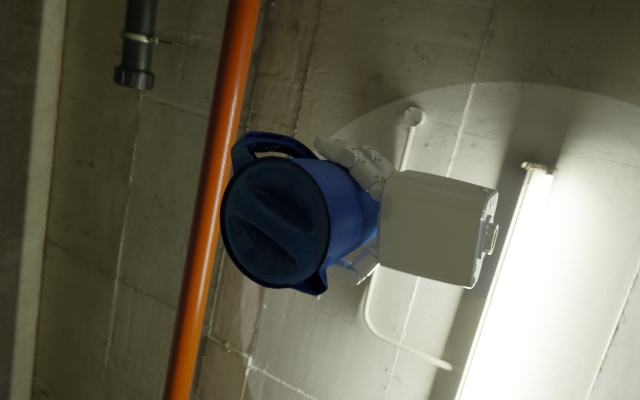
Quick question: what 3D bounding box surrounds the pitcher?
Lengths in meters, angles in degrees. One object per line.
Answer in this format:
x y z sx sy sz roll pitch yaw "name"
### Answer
0.000 0.002 0.572 0.145 0.149 0.243 14 12 26 "pitcher"
